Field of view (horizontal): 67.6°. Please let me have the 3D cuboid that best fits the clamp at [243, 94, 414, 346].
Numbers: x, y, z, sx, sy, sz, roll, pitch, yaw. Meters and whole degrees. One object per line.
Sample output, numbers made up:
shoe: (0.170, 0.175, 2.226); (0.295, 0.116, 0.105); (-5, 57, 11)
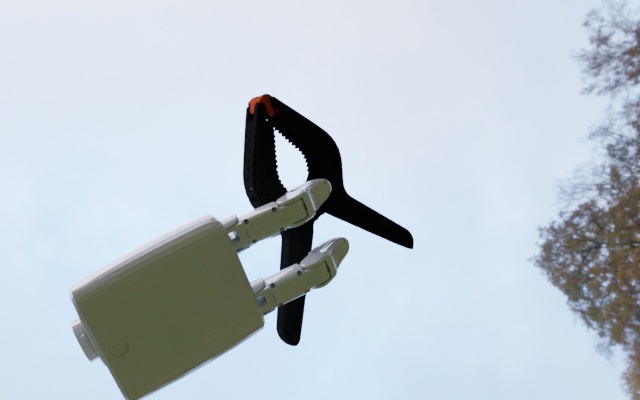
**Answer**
clamp: (-0.001, 0.001, 0.427); (0.164, 0.210, 0.036); (-28, 17, -27)
